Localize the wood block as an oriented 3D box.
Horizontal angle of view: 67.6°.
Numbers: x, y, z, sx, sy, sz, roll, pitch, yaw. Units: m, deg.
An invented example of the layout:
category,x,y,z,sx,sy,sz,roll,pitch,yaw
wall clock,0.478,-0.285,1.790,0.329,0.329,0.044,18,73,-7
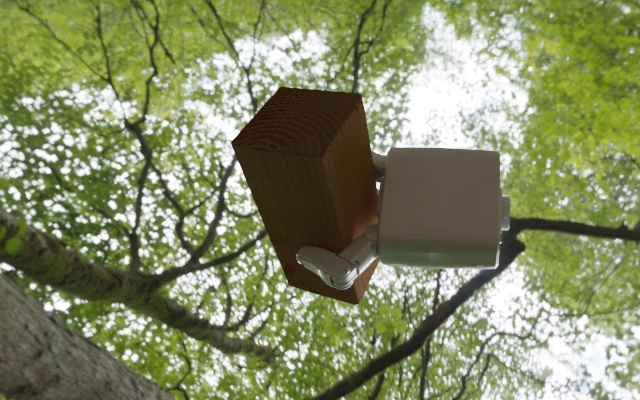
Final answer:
category,x,y,z,sx,sy,sz,roll,pitch,yaw
wood block,0.000,0.002,0.478,0.090,0.206,0.090,12,49,26
